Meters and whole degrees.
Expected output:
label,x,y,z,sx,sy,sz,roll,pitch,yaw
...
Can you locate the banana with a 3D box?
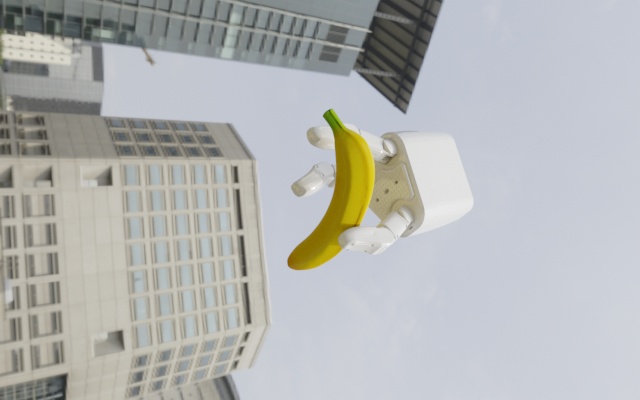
label,x,y,z,sx,sy,sz,roll,pitch,yaw
banana,0.014,0.008,0.493,0.069,0.198,0.037,36,36,30
